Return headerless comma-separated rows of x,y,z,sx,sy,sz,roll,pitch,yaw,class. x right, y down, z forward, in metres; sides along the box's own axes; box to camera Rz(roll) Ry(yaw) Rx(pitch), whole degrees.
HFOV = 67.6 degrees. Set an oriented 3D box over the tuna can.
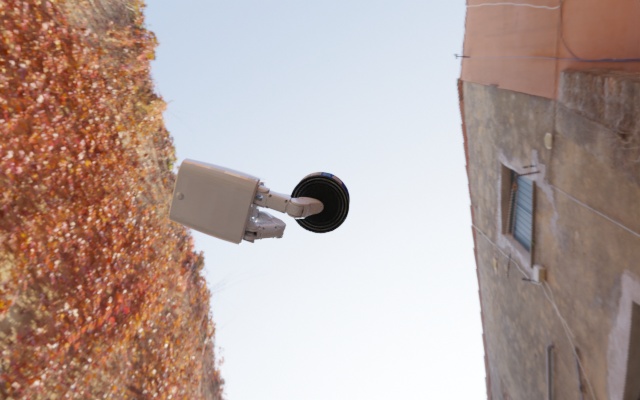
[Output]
0.000,0.002,0.688,0.086,0.086,0.033,0,15,6,tuna can
